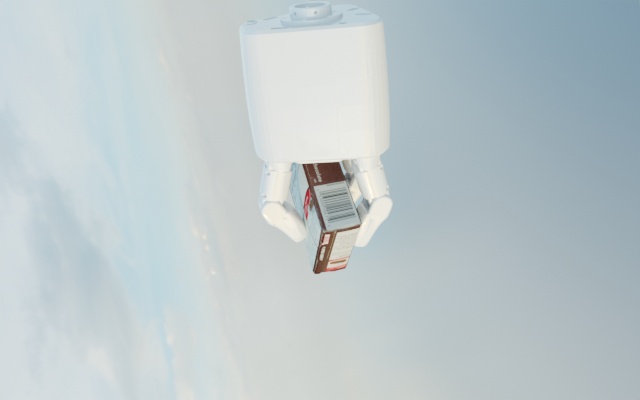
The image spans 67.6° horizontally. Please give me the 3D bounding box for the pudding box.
[{"bbox_3d":[0.000,0.002,0.464,0.039,0.113,0.090,-9,-31,-12],"label":"pudding box"}]
